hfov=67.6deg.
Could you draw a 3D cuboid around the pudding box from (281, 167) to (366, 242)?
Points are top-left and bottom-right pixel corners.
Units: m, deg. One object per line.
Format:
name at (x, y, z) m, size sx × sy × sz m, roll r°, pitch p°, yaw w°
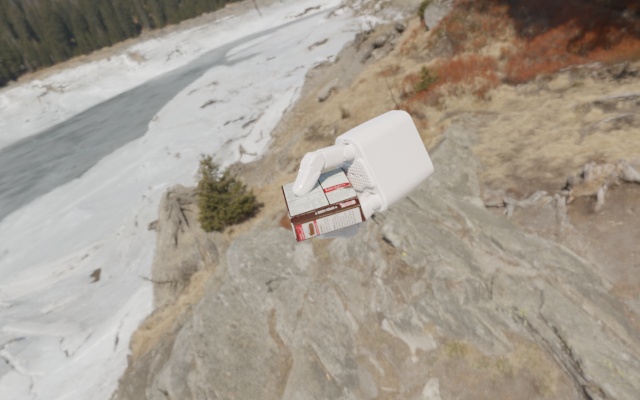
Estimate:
pudding box at (0.000, 0.002, 0.617) m, size 0.090 × 0.039 × 0.113 m, roll -18°, pitch 23°, yaw -2°
